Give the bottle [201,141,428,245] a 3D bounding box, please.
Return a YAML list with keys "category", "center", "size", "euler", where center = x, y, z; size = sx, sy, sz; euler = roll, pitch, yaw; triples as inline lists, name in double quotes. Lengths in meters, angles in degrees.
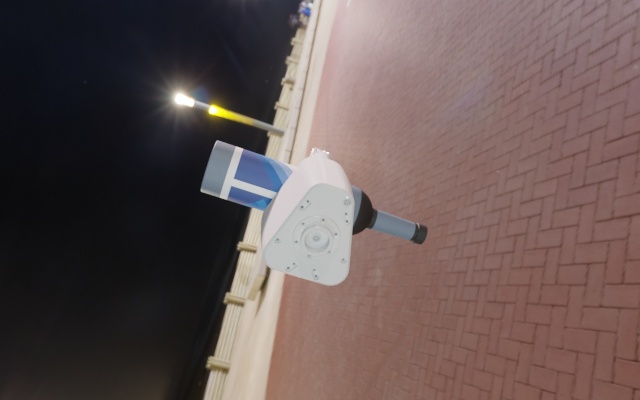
- category: "bottle"
  center: [0.000, 0.002, 0.615]
  size: [0.296, 0.069, 0.069]
  euler: [18, -3, -11]
